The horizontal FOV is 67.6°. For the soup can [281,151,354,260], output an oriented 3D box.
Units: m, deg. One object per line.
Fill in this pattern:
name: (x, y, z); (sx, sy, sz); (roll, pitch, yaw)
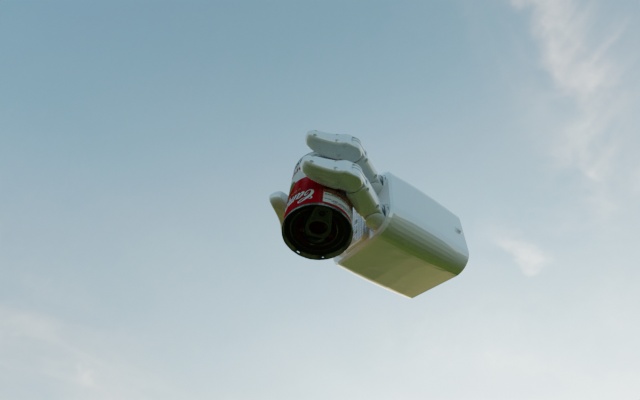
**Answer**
soup can: (0.000, 0.001, 0.488); (0.068, 0.069, 0.102); (0, 36, 4)
